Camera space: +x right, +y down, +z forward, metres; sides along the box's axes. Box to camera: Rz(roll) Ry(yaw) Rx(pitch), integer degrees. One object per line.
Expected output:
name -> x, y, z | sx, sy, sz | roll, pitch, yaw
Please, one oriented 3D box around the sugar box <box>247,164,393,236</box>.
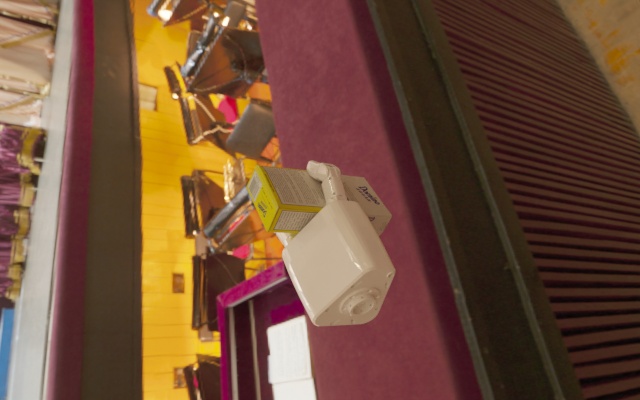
sugar box -> 0.000, 0.003, 0.634 | 0.176, 0.048, 0.093 | 8, 35, -34
